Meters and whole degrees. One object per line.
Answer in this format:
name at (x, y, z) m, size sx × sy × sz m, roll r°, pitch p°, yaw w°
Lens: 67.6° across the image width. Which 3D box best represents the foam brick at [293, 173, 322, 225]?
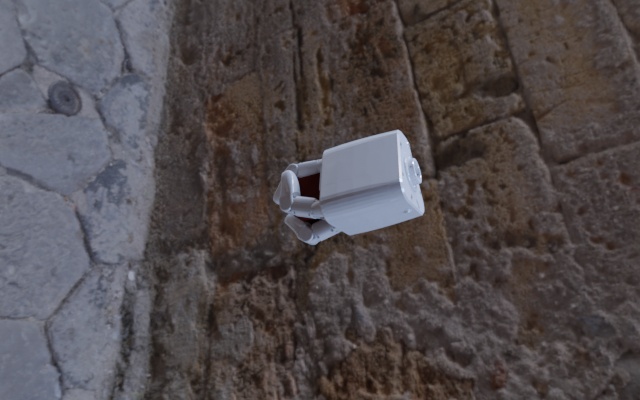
foam brick at (0.000, 0.002, 0.663) m, size 0.051 × 0.053 × 0.078 m, roll -14°, pitch -23°, yaw 24°
